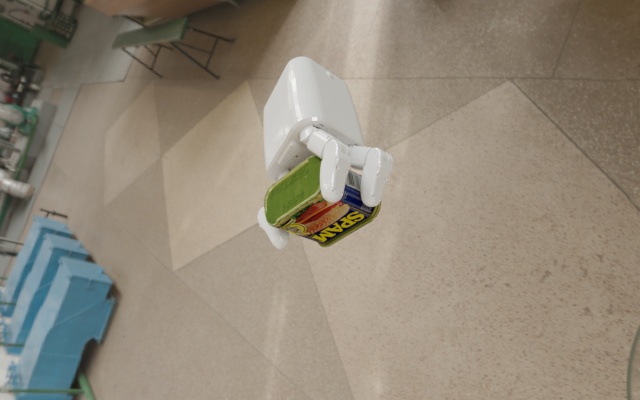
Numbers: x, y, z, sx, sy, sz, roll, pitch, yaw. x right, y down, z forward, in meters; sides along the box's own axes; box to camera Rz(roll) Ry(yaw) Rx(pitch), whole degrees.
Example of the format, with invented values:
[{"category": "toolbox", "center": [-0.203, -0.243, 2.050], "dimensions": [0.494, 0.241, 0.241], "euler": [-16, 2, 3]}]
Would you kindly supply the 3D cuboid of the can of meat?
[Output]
[{"category": "can of meat", "center": [0.000, 0.002, 0.522], "dimensions": [0.084, 0.057, 0.102], "euler": [23, -43, -38]}]
